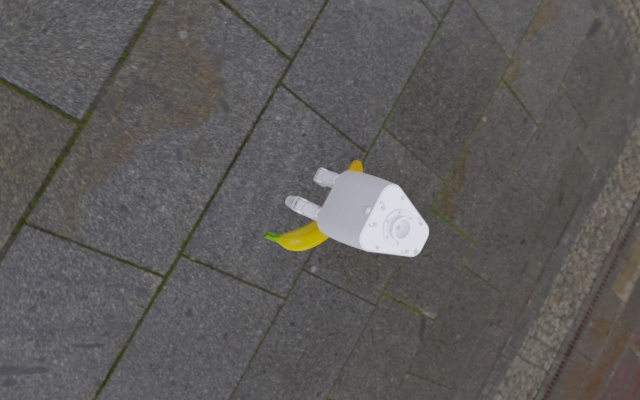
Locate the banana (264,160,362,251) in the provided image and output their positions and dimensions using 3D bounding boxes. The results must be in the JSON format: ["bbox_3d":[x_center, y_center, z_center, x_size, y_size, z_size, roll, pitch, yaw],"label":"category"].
[{"bbox_3d":[0.007,0.019,0.758,0.198,0.070,0.037,-40,21,-15],"label":"banana"}]
